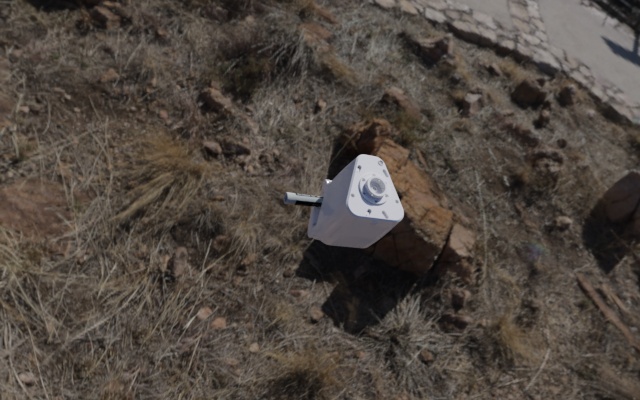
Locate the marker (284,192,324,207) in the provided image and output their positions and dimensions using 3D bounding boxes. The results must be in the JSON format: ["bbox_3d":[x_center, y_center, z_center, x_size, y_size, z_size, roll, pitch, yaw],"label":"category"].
[{"bbox_3d":[0.000,0.003,0.780,0.121,0.020,0.020,7,-3,-22],"label":"marker"}]
